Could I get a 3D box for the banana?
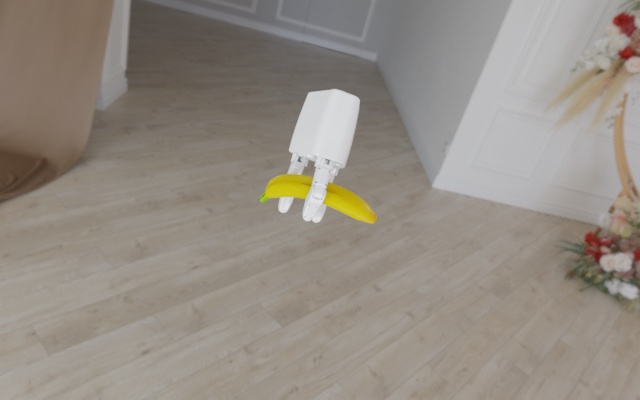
[{"bbox_3d":[-0.003,-0.007,0.768,0.198,0.037,0.070,12,-29,8],"label":"banana"}]
